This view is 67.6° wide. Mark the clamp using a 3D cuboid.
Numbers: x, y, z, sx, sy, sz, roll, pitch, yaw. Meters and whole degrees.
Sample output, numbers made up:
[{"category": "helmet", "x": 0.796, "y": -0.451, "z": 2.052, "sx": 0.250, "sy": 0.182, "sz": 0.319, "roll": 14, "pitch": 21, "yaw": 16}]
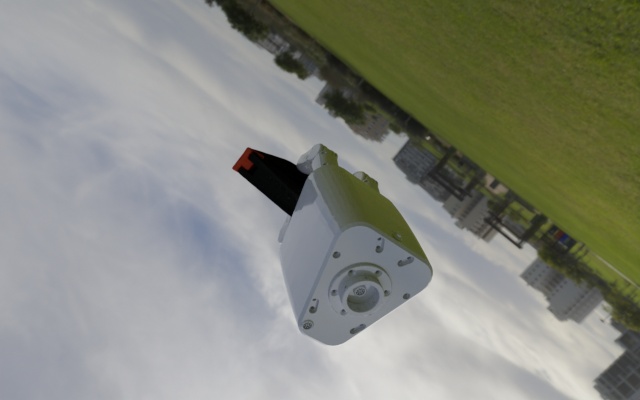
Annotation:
[{"category": "clamp", "x": -0.001, "y": 0.002, "z": 0.518, "sx": 0.210, "sy": 0.036, "sz": 0.164, "roll": 33, "pitch": 16, "yaw": -23}]
